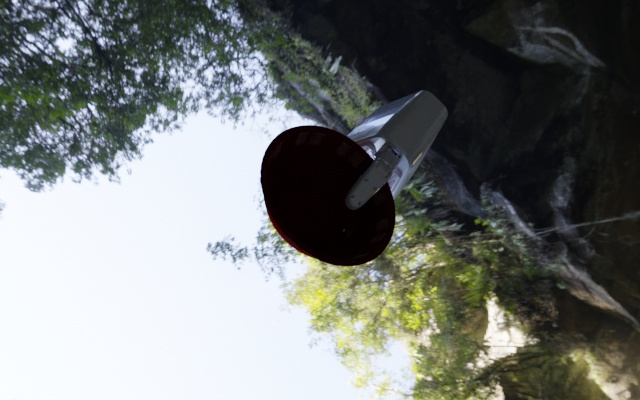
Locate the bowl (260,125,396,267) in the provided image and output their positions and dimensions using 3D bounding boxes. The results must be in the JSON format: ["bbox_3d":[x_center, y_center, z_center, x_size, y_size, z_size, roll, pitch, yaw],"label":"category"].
[{"bbox_3d":[-0.001,0.002,0.509,0.162,0.162,0.055,0,-26,-34],"label":"bowl"}]
